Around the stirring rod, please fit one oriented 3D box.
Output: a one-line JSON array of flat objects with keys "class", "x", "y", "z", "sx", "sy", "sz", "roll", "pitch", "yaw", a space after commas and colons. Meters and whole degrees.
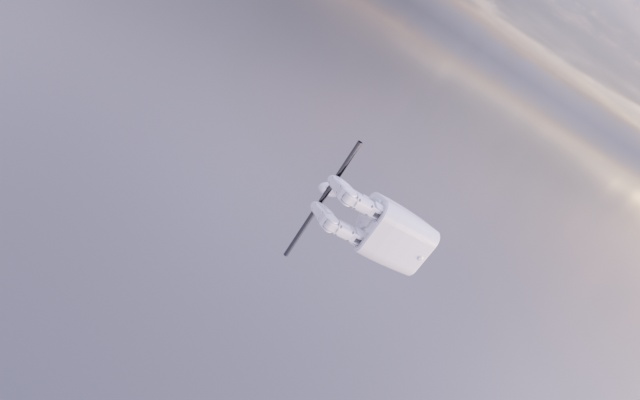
[{"class": "stirring rod", "x": 0.000, "y": 0.003, "z": 0.776, "sx": 0.011, "sy": 0.240, "sz": 0.011, "roll": 27, "pitch": 25, "yaw": -14}]
